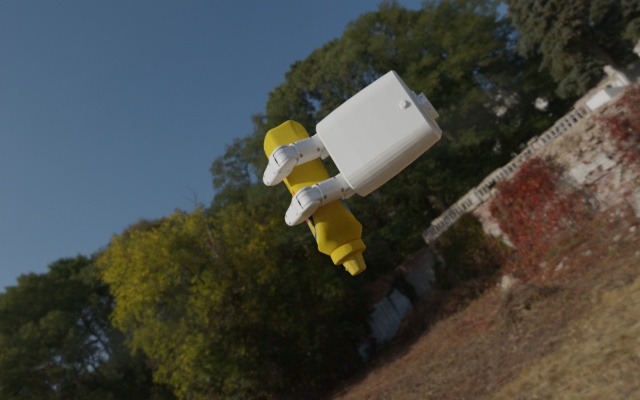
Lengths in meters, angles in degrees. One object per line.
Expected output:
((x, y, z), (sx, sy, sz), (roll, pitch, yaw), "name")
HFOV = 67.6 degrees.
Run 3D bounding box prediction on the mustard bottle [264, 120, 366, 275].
((0.000, 0.002, 0.573), (0.058, 0.191, 0.096), (-29, -17, -5), "mustard bottle")
